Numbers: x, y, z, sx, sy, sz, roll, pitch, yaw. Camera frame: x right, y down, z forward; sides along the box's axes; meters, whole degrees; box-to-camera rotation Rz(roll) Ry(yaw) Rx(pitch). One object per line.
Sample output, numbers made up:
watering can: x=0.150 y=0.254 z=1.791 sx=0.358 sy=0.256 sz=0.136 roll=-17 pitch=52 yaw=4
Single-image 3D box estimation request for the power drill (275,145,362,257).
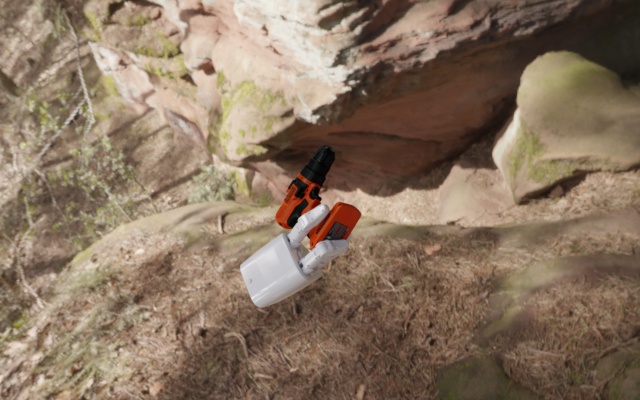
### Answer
power drill: x=0.000 y=0.003 z=0.884 sx=0.057 sy=0.184 sz=0.187 roll=24 pitch=13 yaw=-33
